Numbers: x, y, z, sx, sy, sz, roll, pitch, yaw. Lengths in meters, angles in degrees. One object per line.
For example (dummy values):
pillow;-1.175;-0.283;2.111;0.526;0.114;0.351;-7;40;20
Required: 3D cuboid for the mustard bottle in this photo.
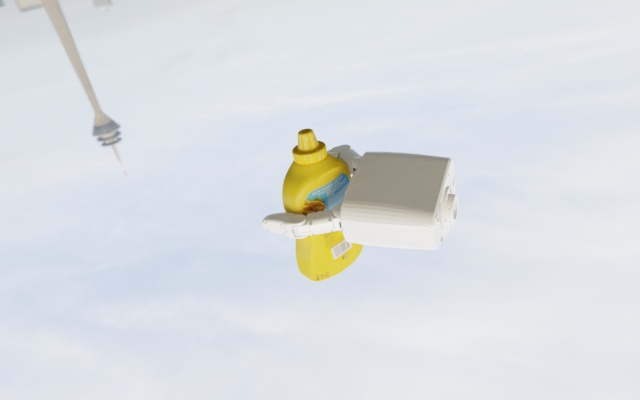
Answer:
mustard bottle;0.000;0.002;0.593;0.096;0.192;0.058;-31;35;-29
